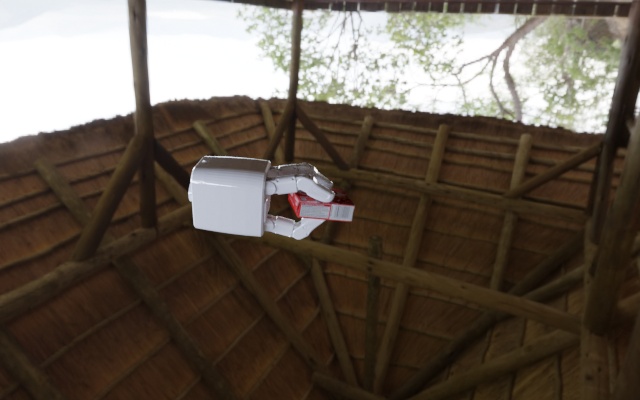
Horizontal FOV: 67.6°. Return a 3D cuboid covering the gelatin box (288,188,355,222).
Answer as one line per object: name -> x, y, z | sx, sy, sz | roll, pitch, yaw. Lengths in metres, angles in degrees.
gelatin box -> 0.000, 0.003, 0.736 | 0.089, 0.030, 0.073 | 5, 20, -16
